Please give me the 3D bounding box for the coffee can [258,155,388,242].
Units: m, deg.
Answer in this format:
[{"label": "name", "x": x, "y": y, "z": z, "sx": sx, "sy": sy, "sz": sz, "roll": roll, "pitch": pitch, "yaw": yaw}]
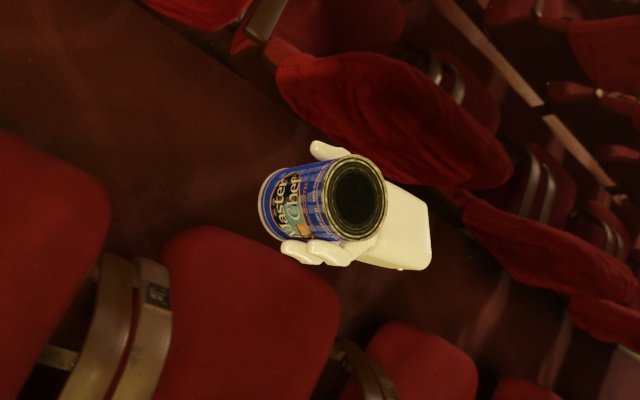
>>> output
[{"label": "coffee can", "x": 0.000, "y": 0.002, "z": 0.605, "sx": 0.103, "sy": 0.103, "sz": 0.140, "roll": 0, "pitch": -4, "yaw": -38}]
